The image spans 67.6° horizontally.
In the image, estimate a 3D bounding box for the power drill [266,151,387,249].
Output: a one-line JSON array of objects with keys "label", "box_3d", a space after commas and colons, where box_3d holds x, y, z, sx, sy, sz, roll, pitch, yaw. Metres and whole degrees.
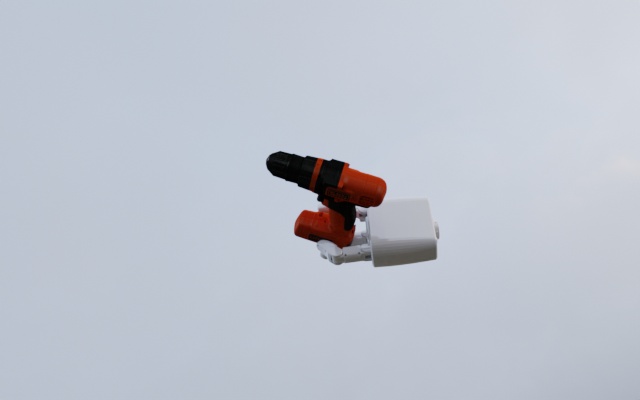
[{"label": "power drill", "box_3d": [0.000, 0.003, 0.766, 0.184, 0.057, 0.188, 18, -31, 4]}]
